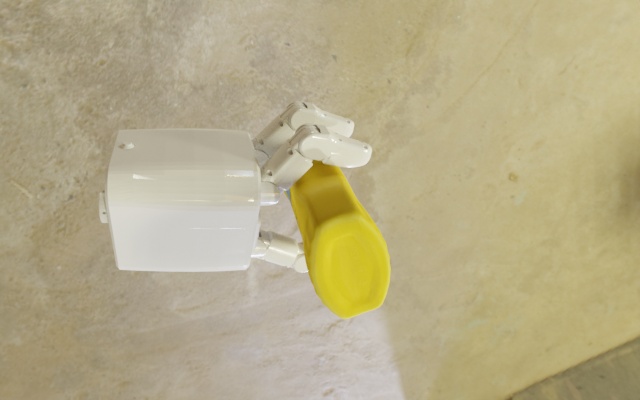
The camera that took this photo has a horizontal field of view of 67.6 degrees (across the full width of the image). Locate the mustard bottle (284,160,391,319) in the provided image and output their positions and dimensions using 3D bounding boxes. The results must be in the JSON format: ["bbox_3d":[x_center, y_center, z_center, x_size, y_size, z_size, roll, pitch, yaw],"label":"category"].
[{"bbox_3d":[0.000,0.001,0.406,0.058,0.096,0.191,-20,34,-3],"label":"mustard bottle"}]
